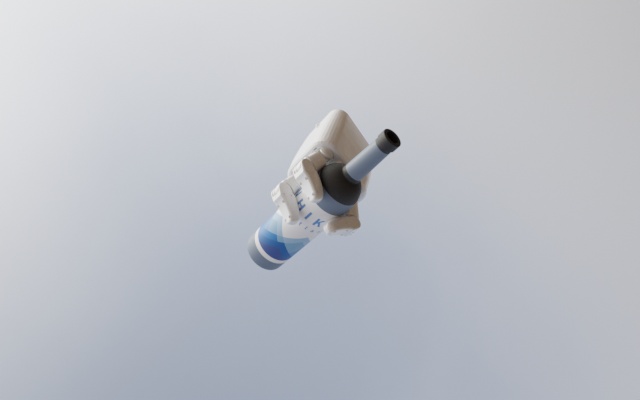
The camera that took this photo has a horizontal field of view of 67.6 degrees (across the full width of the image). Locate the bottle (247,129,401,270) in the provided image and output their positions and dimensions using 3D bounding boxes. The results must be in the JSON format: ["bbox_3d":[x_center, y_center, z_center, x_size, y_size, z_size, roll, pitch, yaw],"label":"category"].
[{"bbox_3d":[0.000,0.002,0.661,0.069,0.069,0.296,0,-32,-44],"label":"bottle"}]
